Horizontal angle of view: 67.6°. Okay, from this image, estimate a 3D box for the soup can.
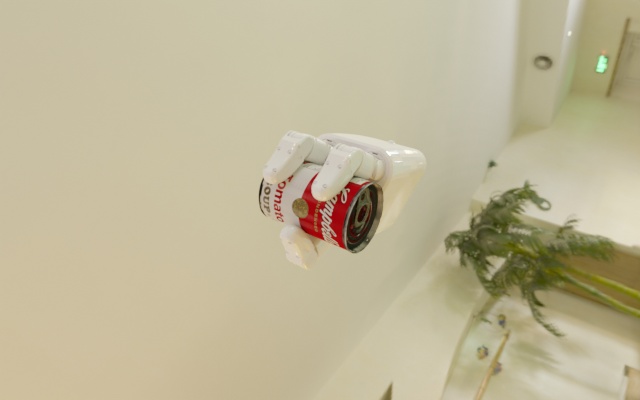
[{"bbox_3d":[0.000,0.002,0.458,0.102,0.068,0.068,20,10,30],"label":"soup can"}]
